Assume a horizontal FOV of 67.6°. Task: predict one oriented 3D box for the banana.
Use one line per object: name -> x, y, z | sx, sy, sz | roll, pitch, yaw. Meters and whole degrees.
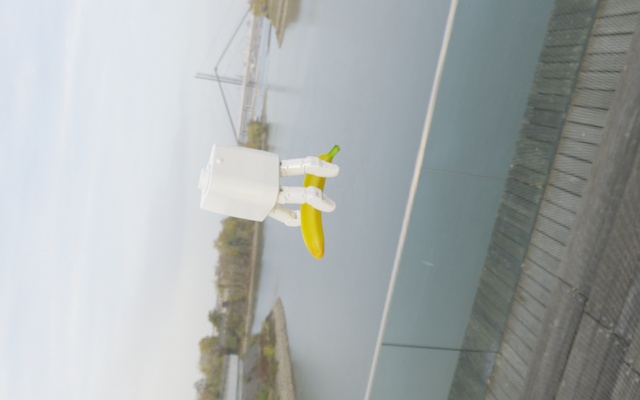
banana -> -0.008, 0.003, 0.808 | 0.037, 0.197, 0.069 | 15, -17, -25
